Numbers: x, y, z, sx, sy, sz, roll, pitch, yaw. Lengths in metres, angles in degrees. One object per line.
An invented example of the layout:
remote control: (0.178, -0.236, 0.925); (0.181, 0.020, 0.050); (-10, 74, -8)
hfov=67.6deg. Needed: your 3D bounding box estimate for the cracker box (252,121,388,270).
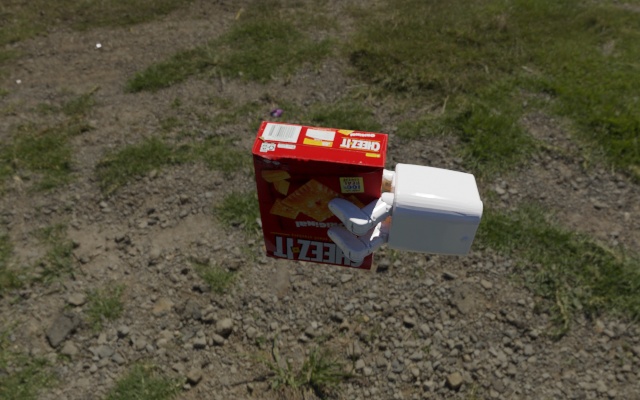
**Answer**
cracker box: (0.000, 0.002, 0.659); (0.164, 0.072, 0.214); (7, -43, 7)
